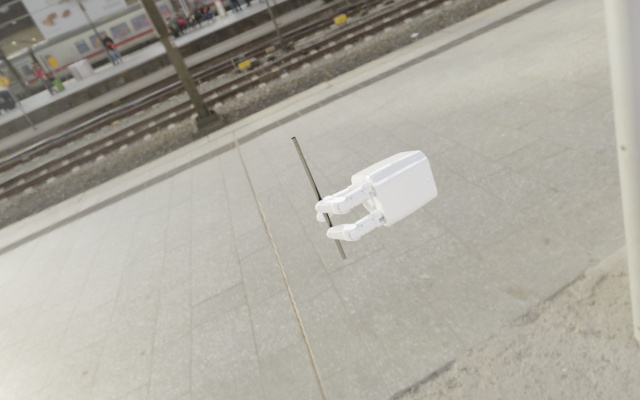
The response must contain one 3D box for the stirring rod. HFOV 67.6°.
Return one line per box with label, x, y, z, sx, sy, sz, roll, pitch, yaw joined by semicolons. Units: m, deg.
stirring rod;0.000;0.003;0.794;0.011;0.240;0.011;-18;26;9
